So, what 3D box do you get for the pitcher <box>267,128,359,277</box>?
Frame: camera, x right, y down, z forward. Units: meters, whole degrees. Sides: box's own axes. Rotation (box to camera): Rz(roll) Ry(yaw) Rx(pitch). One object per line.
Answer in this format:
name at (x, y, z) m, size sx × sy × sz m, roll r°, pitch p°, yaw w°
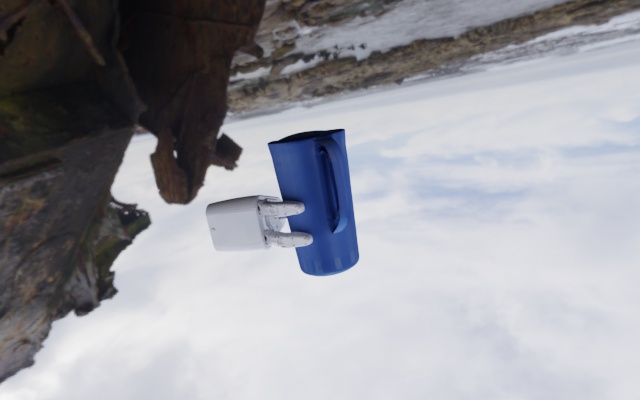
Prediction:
pitcher at (0.000, 0.003, 0.815) m, size 0.145 × 0.243 × 0.149 m, roll -7°, pitch 12°, yaw 20°
